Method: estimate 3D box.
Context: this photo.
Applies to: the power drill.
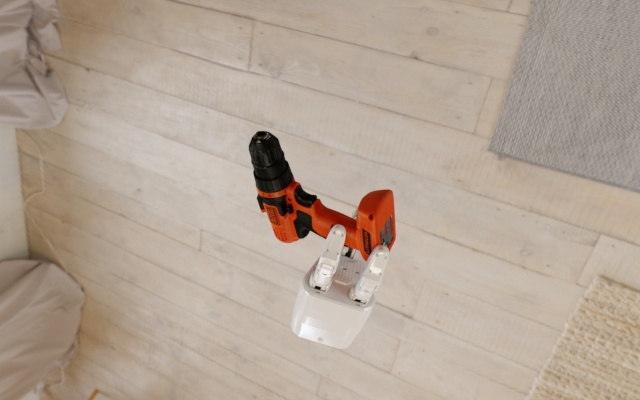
[{"bbox_3d":[0.000,0.002,0.609,0.187,0.185,0.057,18,52,28],"label":"power drill"}]
